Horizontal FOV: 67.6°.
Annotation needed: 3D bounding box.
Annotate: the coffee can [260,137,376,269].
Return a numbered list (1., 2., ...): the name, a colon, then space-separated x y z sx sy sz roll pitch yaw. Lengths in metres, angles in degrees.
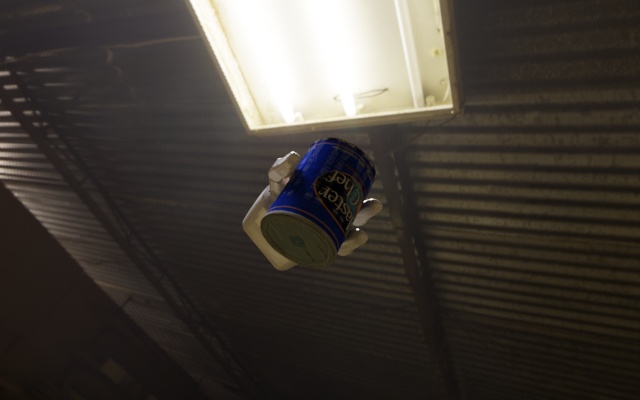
1. coffee can: 0.000 0.002 0.620 0.103 0.140 0.103 20 -36 15
